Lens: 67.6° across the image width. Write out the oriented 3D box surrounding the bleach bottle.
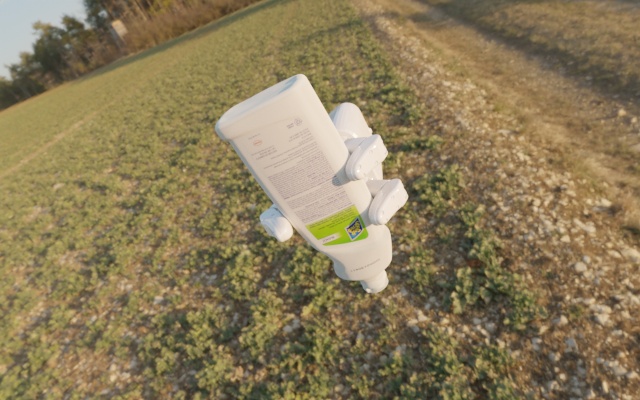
[{"bbox_3d":[0.000,0.002,0.505,0.102,0.251,0.068,-22,25,18],"label":"bleach bottle"}]
